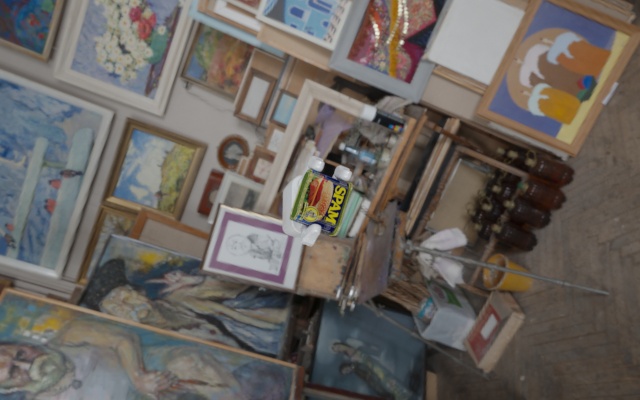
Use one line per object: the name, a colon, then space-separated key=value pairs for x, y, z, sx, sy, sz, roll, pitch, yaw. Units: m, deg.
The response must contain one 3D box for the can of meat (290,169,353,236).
can of meat: x=0.000 y=0.003 z=0.861 sx=0.084 sy=0.102 sz=0.057 roll=20 pitch=-9 yaw=-13
